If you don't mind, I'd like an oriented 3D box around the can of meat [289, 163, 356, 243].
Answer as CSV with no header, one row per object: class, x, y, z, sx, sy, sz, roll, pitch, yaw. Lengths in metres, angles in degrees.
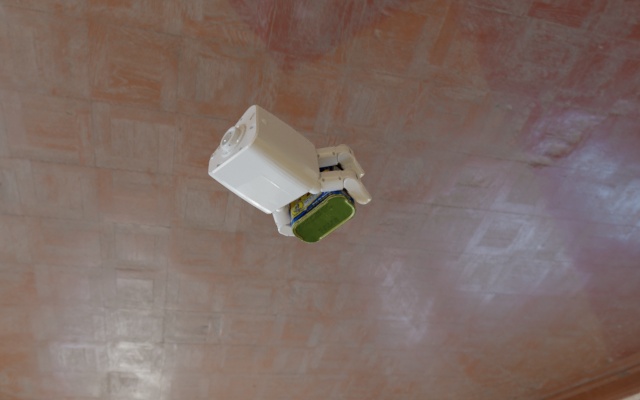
can of meat,0.000,0.003,0.696,0.102,0.083,0.057,-38,-55,22
